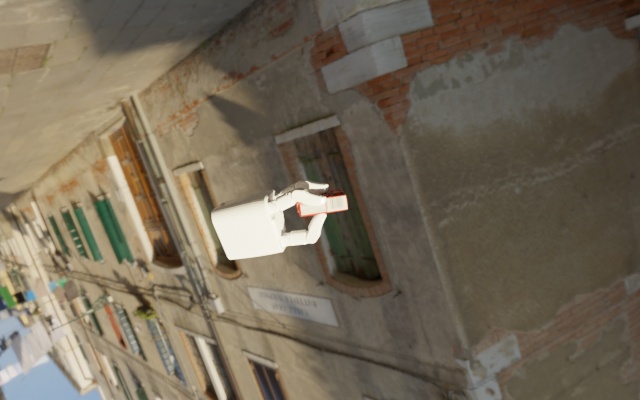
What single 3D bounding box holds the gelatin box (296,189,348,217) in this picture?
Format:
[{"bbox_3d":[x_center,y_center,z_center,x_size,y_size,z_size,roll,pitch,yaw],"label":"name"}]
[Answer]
[{"bbox_3d":[0.001,0.003,0.875,0.089,0.030,0.073,-9,10,-4],"label":"gelatin box"}]
